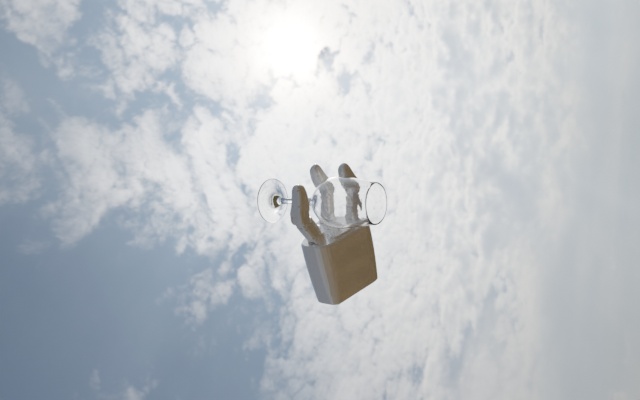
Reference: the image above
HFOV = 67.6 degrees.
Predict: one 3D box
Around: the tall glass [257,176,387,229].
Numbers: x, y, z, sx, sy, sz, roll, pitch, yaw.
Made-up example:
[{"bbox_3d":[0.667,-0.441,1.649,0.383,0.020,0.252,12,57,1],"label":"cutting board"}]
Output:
[{"bbox_3d":[-0.001,0.002,0.735,0.201,0.079,0.079,1,1,37],"label":"tall glass"}]
